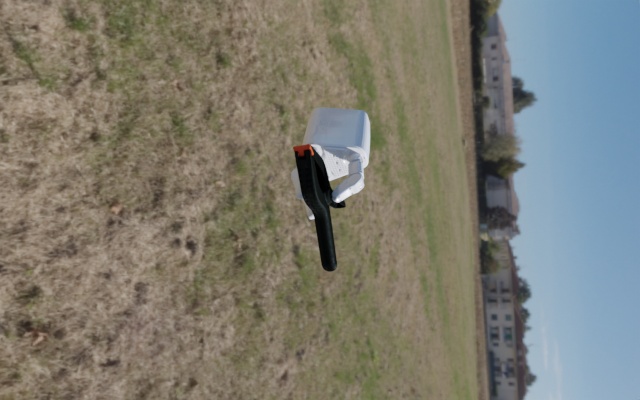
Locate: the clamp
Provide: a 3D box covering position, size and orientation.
[{"bbox_3d":[0.001,0.002,0.775,0.036,0.164,0.210,-8,-42,16],"label":"clamp"}]
